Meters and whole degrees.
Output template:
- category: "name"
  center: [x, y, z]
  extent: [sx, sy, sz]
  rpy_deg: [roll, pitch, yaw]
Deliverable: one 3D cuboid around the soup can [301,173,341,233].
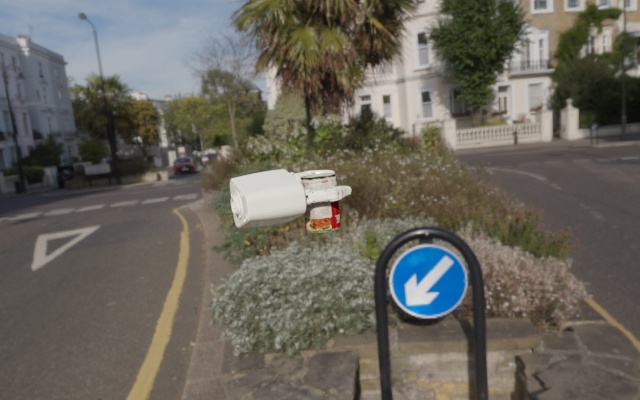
- category: "soup can"
  center: [0.001, 0.003, 0.893]
  extent: [0.068, 0.102, 0.068]
  rpy_deg: [-6, 9, 1]
